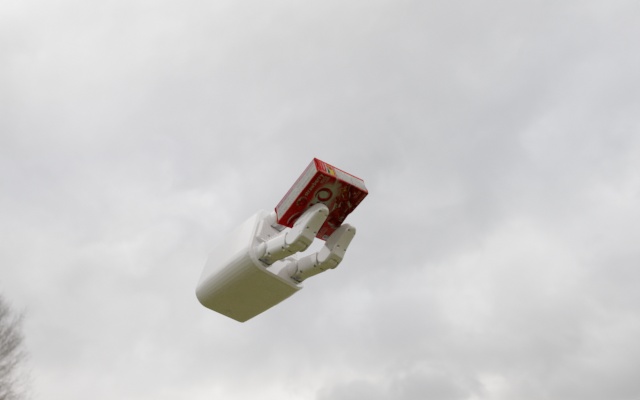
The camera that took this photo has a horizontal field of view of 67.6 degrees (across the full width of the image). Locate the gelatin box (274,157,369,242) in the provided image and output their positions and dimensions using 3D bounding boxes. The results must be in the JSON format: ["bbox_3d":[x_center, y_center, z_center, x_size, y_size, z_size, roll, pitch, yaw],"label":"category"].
[{"bbox_3d":[0.000,0.001,0.557,0.073,0.089,0.030,23,31,-29],"label":"gelatin box"}]
